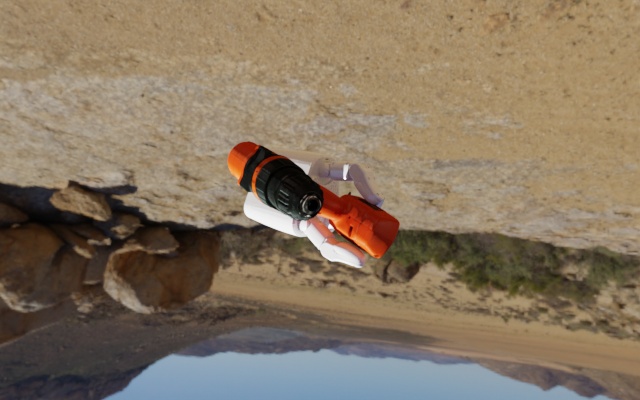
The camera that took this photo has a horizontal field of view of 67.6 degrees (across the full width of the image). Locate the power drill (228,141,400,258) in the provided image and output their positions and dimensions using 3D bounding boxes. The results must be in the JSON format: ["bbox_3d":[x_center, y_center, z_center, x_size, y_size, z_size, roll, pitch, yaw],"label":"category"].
[{"bbox_3d":[0.000,0.002,0.532,0.188,0.057,0.184,29,4,-34],"label":"power drill"}]
